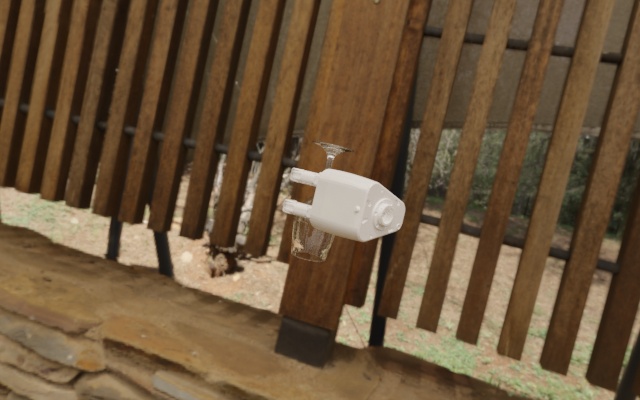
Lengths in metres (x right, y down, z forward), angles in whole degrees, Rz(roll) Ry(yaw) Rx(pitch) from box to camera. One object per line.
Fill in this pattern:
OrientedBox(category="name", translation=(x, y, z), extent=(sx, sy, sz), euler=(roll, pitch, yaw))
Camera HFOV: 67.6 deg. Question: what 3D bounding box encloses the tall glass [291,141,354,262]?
OrientedBox(category="tall glass", translation=(0.000, 0.002, 0.833), extent=(0.079, 0.201, 0.079), euler=(13, 3, -1))
